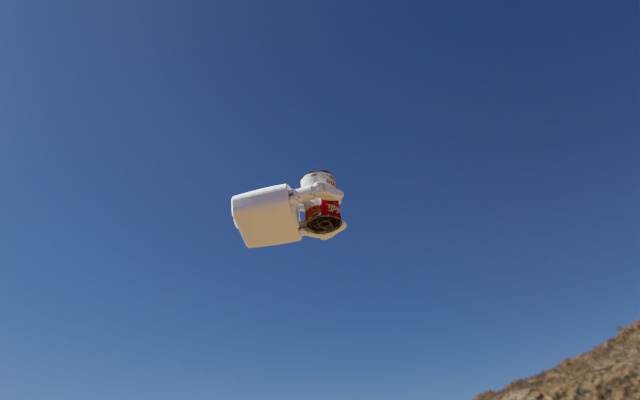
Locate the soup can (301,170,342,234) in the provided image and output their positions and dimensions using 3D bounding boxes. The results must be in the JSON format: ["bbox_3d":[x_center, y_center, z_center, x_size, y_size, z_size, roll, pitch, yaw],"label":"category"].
[{"bbox_3d":[0.001,0.003,0.897,0.068,0.102,0.068,-6,-31,-4],"label":"soup can"}]
